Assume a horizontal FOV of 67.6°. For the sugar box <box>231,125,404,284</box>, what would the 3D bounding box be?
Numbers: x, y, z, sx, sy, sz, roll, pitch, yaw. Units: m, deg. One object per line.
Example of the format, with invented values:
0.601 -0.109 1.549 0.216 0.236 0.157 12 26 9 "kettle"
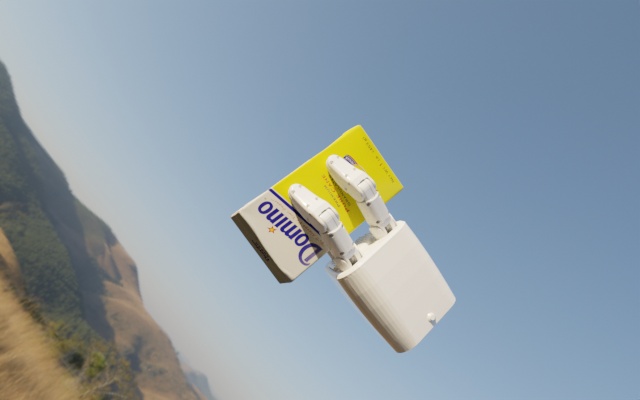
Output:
0.000 0.002 0.527 0.176 0.093 0.048 -39 6 -26 "sugar box"
